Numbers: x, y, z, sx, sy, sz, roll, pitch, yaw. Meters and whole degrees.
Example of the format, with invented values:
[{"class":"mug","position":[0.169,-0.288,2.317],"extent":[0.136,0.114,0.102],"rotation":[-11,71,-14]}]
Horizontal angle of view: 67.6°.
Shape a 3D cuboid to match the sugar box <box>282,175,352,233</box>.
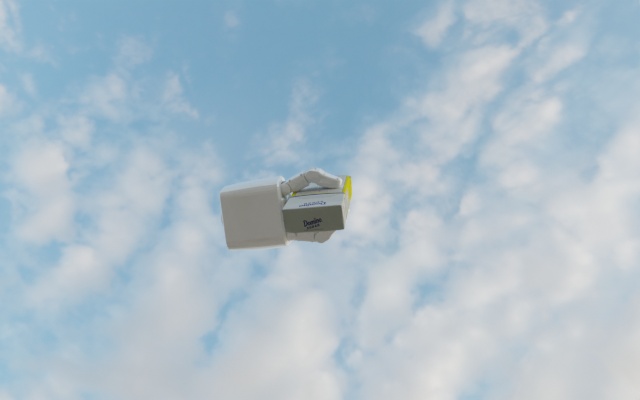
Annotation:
[{"class":"sugar box","position":[0.000,0.003,0.784],"extent":[0.093,0.048,0.176],"rotation":[-4,19,10]}]
